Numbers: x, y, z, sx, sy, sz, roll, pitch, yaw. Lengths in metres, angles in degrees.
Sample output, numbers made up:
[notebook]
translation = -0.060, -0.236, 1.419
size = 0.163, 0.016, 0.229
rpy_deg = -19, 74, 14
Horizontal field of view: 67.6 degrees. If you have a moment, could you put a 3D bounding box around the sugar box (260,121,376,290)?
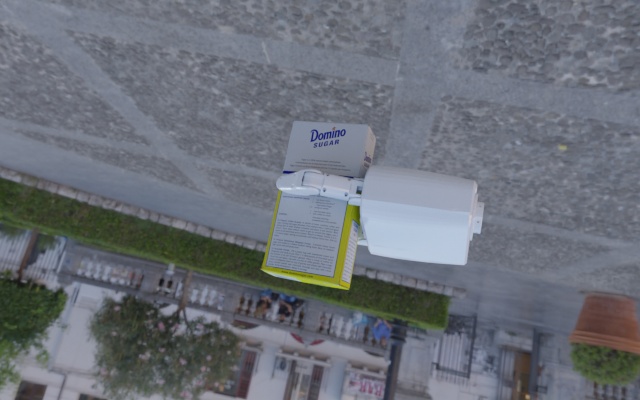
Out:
[sugar box]
translation = 0.000, 0.002, 0.527
size = 0.093, 0.176, 0.048
rpy_deg = 7, -16, 21
